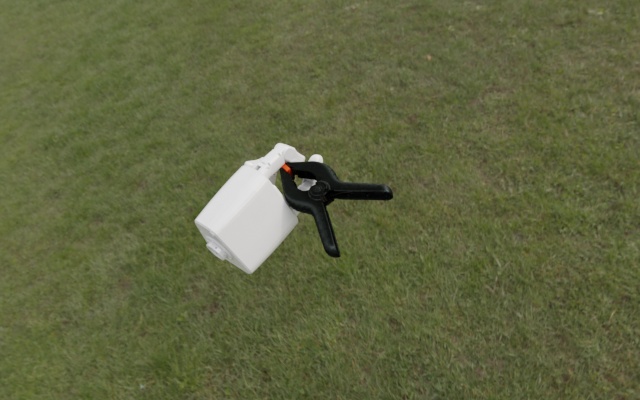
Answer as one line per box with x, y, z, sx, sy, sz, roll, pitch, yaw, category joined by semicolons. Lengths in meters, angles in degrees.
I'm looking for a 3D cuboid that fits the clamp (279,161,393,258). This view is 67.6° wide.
0.000;0.002;0.656;0.171;0.120;0.039;24;-26;33;clamp
